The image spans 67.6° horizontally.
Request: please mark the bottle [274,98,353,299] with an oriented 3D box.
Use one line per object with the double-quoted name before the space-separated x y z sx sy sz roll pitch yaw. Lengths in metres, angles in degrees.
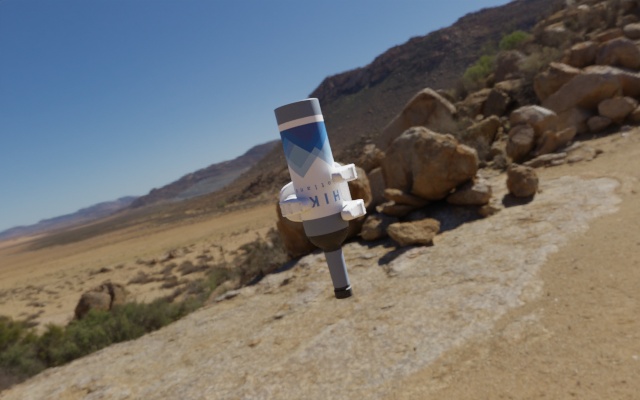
"bottle" 0.000 0.002 0.708 0.069 0.296 0.069 -14 5 1
